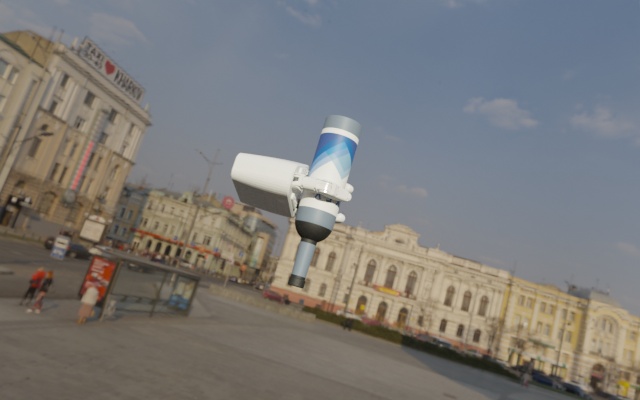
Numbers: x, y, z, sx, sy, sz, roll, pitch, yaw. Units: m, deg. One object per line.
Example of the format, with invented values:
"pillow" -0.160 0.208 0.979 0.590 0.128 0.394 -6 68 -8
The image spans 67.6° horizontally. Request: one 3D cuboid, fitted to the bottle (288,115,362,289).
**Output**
"bottle" 0.000 0.002 0.811 0.069 0.295 0.069 16 -11 3
